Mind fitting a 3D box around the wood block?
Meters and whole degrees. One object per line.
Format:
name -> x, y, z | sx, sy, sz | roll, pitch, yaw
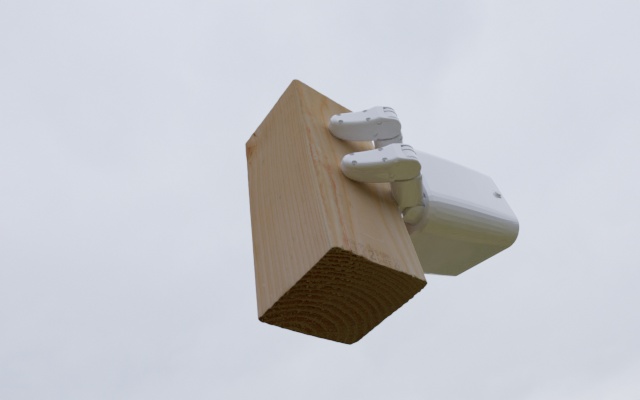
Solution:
wood block -> 0.000, 0.002, 0.405 | 0.090, 0.206, 0.091 | 24, -56, -30
